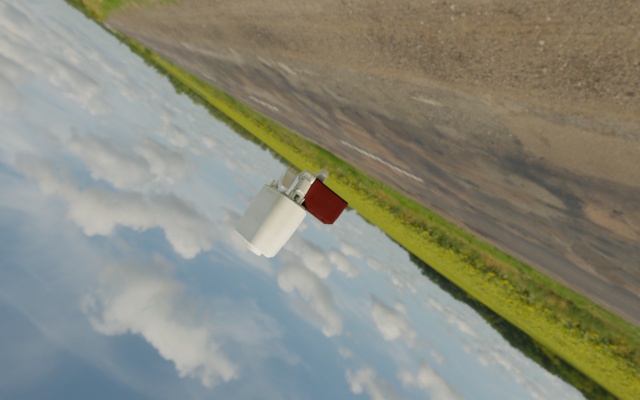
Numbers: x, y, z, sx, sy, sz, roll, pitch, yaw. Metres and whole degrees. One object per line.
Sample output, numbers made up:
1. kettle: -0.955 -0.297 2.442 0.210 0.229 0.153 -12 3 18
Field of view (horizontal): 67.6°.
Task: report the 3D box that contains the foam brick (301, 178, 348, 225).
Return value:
1. foam brick: 0.000 0.003 0.886 0.078 0.051 0.053 38 -13 -14
